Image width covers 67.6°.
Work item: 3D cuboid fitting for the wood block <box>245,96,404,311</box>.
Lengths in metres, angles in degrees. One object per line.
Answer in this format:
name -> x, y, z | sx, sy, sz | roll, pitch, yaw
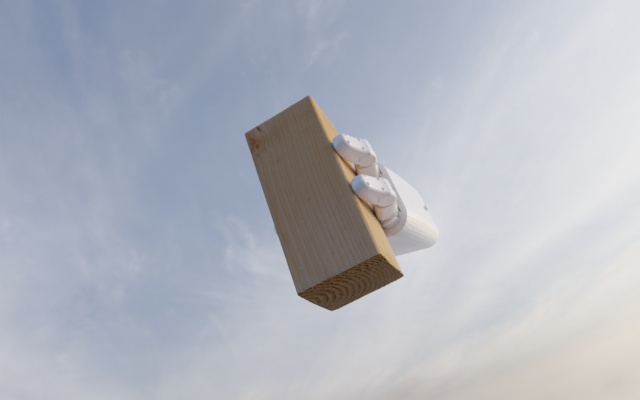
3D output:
wood block -> 0.000, 0.002, 0.522 | 0.091, 0.206, 0.090 | -29, -31, 12
